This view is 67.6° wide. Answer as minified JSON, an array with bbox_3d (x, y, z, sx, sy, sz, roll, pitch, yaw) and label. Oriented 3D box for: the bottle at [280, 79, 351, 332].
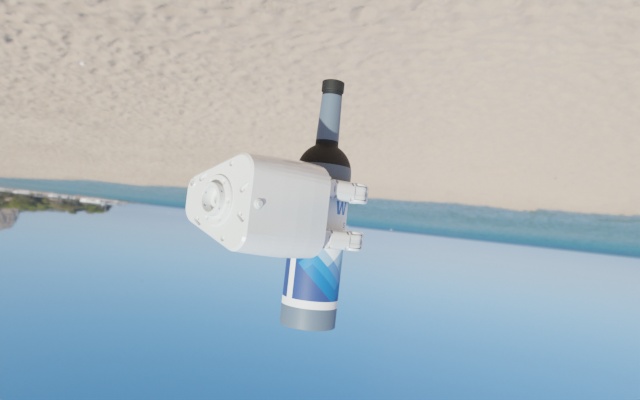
[{"bbox_3d":[0.000,0.002,0.575,0.069,0.295,0.069,6,-3,0],"label":"bottle"}]
